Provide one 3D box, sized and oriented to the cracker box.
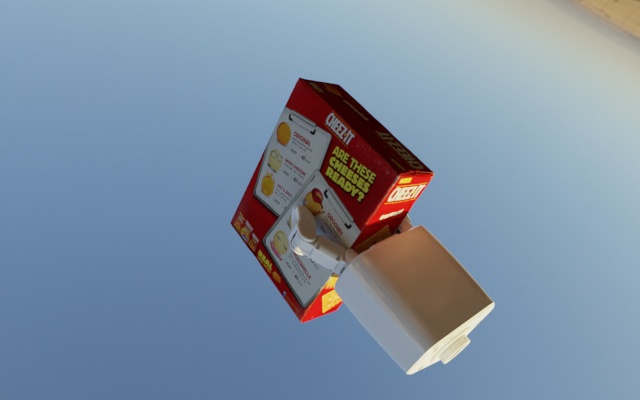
[{"bbox_3d":[0.000,0.002,0.531,0.072,0.214,0.164,-7,47,-46],"label":"cracker box"}]
